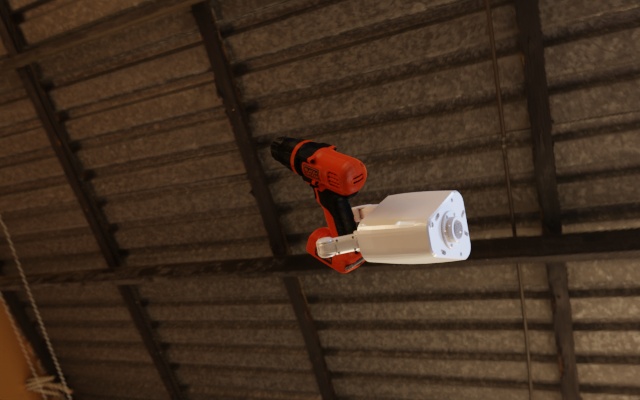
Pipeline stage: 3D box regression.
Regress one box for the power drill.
[{"bbox_3d":[0.000,0.003,0.701,0.057,0.188,0.184,-31,35,-27],"label":"power drill"}]
